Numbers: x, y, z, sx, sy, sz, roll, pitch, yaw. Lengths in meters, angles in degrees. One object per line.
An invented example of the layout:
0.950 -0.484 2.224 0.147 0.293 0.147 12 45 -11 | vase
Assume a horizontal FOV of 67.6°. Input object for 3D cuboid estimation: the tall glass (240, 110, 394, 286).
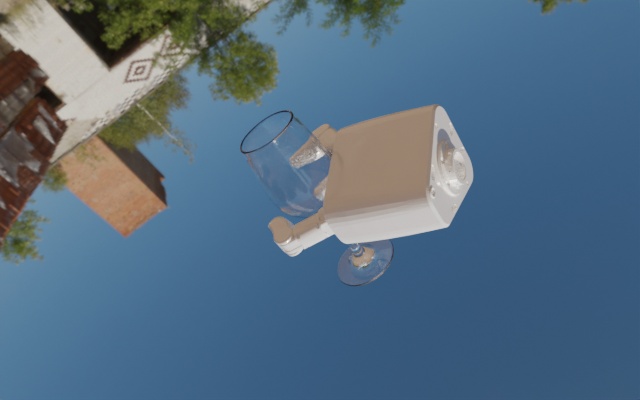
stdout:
0.000 0.002 0.505 0.079 0.079 0.201 0 -43 46 | tall glass
